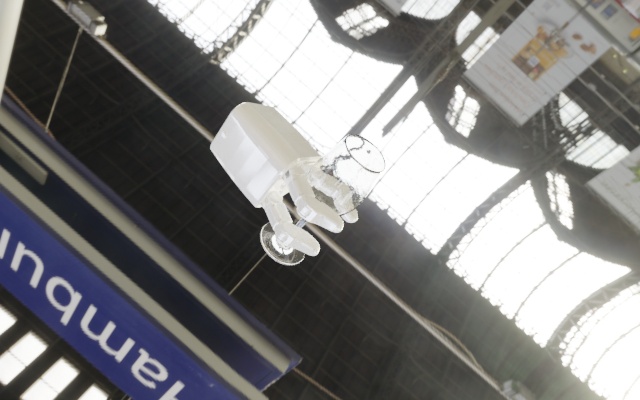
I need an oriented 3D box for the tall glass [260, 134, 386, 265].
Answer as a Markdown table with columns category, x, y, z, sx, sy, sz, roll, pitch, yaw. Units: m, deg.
| category | x | y | z | sx | sy | sz | roll | pitch | yaw |
| --- | --- | --- | --- | --- | --- | --- | --- | --- | --- |
| tall glass | 0.000 | 0.003 | 0.631 | 0.079 | 0.079 | 0.201 | 0 | -37 | -43 |
